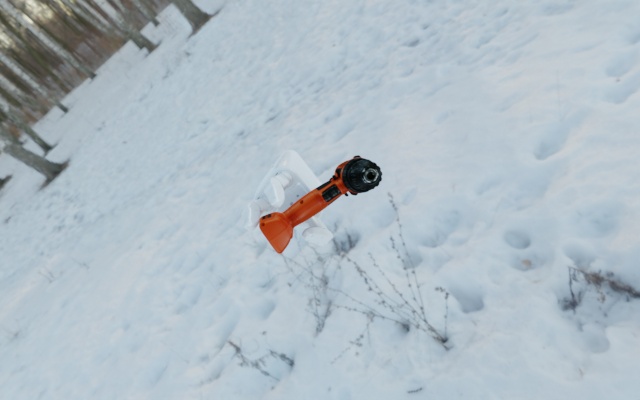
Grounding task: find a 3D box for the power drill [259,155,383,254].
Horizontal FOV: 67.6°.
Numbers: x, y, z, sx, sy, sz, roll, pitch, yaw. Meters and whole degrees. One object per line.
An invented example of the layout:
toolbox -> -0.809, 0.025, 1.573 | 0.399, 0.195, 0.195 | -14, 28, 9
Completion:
power drill -> 0.000, 0.003, 0.705 | 0.187, 0.057, 0.184 | -34, 4, -3
